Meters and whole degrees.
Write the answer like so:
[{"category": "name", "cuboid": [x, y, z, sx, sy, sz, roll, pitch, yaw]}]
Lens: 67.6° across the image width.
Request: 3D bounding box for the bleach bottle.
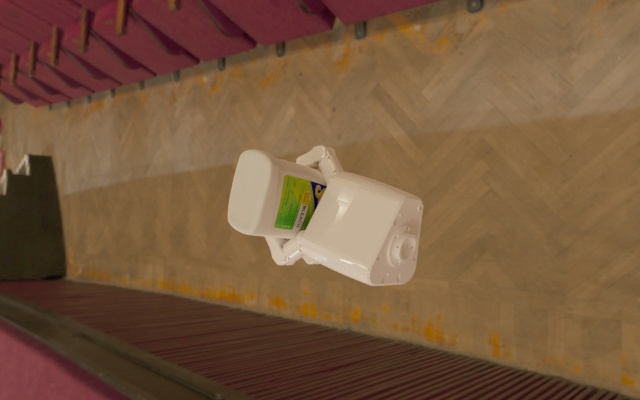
[{"category": "bleach bottle", "cuboid": [0.000, 0.002, 0.641, 0.251, 0.102, 0.068, 7, 10, -46]}]
